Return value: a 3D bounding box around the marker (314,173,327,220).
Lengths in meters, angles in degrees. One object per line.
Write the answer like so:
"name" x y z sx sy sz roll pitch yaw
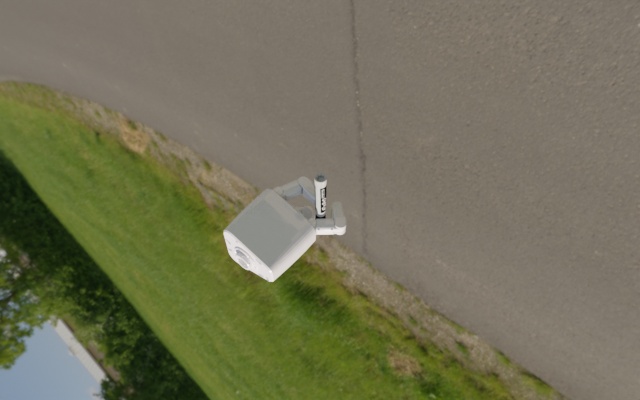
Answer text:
"marker" 0.000 0.002 0.772 0.020 0.020 0.121 0 -38 0
